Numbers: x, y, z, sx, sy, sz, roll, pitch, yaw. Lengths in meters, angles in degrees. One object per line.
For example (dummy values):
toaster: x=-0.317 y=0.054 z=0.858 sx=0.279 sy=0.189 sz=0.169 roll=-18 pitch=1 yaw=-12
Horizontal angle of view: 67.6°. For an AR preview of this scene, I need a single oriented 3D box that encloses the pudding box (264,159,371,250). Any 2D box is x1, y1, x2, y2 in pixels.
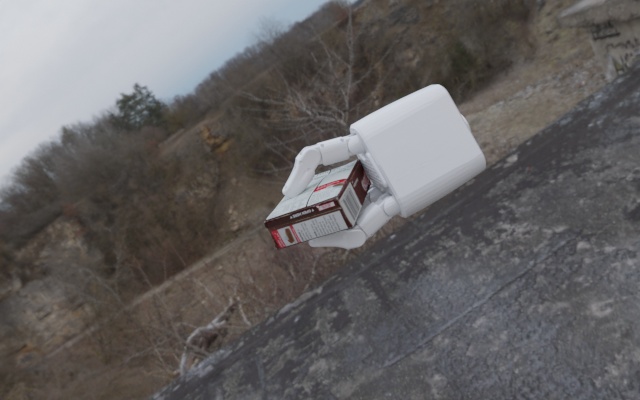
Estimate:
pudding box: x=0.000 y=0.002 z=0.521 sx=0.090 sy=0.039 sz=0.113 roll=-19 pitch=17 yaw=23
